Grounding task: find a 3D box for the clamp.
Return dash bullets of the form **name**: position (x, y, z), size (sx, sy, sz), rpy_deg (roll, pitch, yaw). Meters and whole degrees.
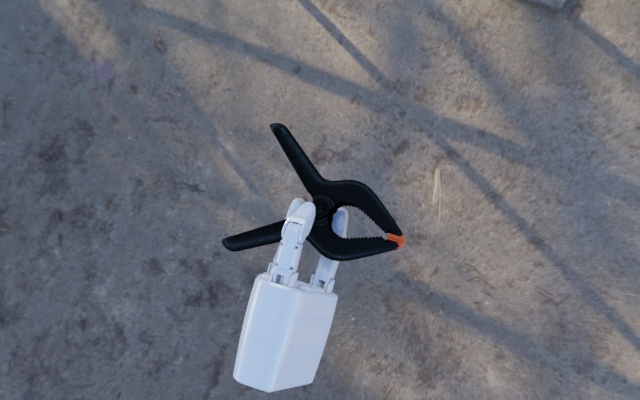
- **clamp**: position (0.000, 0.002, 0.555), size (0.210, 0.164, 0.036), rpy_deg (13, -5, 15)
